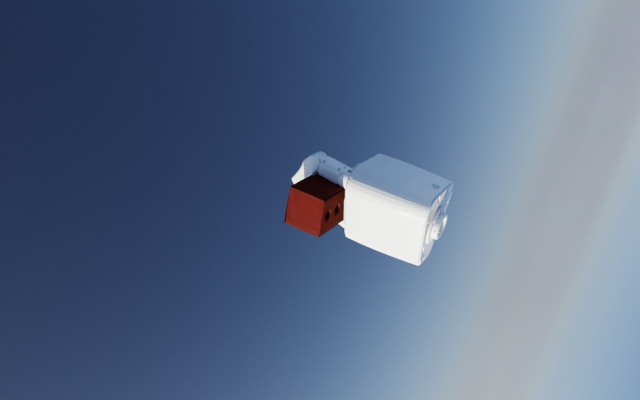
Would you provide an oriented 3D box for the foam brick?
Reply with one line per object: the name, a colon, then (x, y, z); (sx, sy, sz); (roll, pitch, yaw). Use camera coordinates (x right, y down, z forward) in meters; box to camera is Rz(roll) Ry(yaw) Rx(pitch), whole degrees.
foam brick: (0.000, 0.002, 0.599); (0.051, 0.053, 0.078); (24, 31, 24)
